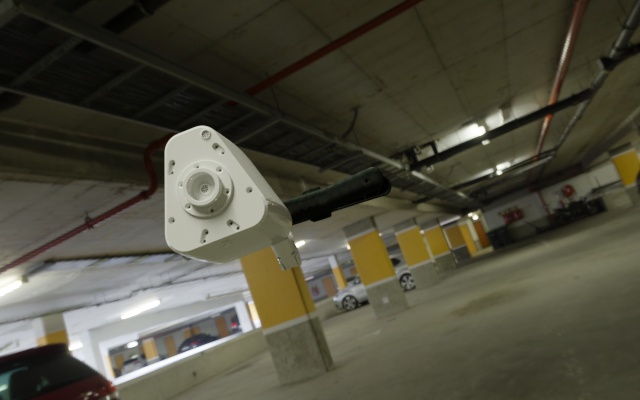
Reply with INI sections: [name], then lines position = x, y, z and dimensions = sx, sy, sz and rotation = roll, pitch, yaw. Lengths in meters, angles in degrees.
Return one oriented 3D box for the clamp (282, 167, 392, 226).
[clamp]
position = 0.000, 0.001, 0.531
dimensions = 0.171, 0.039, 0.120
rotation = -21, -12, 2
